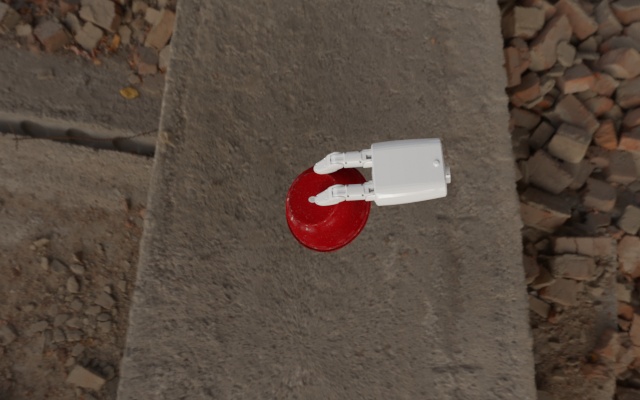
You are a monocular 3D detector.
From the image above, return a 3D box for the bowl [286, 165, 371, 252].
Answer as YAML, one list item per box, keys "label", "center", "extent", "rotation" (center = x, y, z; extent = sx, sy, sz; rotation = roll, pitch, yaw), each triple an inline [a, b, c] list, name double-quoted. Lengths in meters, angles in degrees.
- label: "bowl"
  center: [-0.001, 0.003, 0.798]
  extent: [0.162, 0.162, 0.055]
  rotation: [0, -14, 27]
